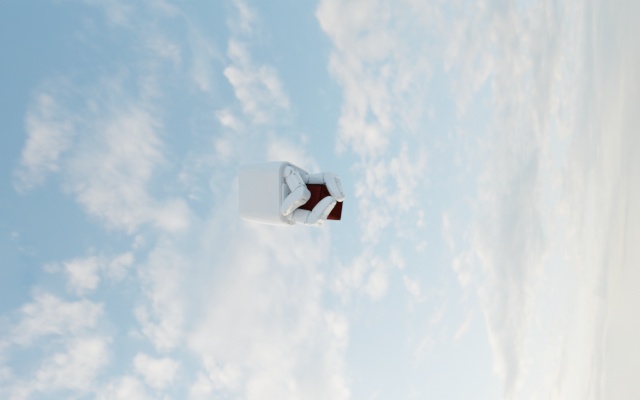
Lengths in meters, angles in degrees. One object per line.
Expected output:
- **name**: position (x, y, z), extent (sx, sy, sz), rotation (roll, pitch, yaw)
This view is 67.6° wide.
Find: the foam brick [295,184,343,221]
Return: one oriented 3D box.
- **foam brick**: position (0.000, 0.003, 0.874), extent (0.051, 0.053, 0.078), rotation (2, -13, 34)
